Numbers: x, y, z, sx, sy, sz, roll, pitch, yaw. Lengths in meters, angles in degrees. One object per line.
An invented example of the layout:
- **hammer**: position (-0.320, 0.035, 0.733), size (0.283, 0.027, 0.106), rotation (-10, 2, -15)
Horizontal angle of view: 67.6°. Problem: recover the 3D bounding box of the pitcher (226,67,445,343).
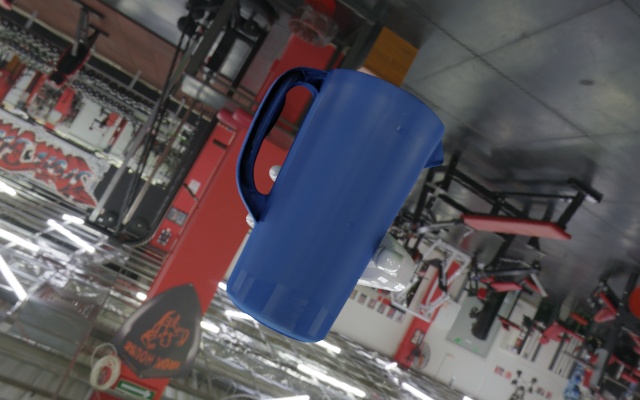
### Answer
- **pitcher**: position (0.000, 0.002, 0.464), size (0.149, 0.243, 0.145), rotation (25, -6, 29)
